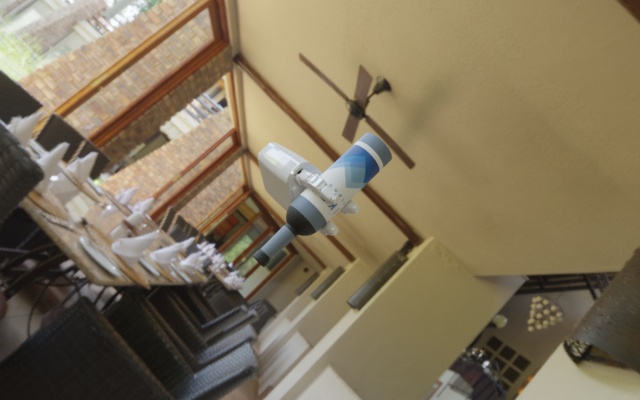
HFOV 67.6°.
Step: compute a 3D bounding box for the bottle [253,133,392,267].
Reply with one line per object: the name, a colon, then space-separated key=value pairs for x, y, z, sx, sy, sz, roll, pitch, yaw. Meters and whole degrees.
bottle: x=0.000 y=0.003 z=0.825 sx=0.295 sy=0.069 sz=0.069 roll=-44 pitch=11 yaw=-12
